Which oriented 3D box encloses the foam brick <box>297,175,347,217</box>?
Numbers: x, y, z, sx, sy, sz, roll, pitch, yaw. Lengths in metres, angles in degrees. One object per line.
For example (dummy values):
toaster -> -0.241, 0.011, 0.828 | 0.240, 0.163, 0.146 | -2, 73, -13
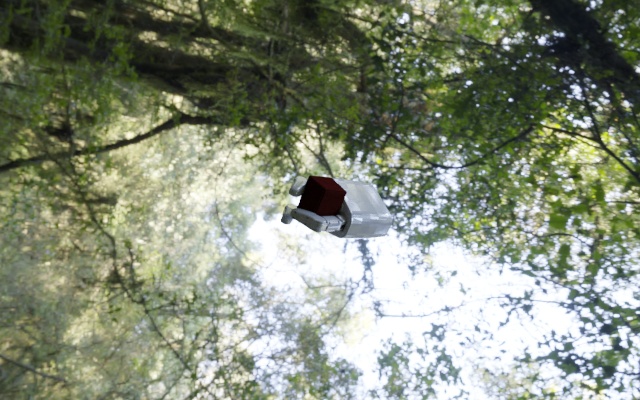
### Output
foam brick -> 0.000, 0.002, 0.824 | 0.051, 0.078, 0.053 | 3, 30, -38
